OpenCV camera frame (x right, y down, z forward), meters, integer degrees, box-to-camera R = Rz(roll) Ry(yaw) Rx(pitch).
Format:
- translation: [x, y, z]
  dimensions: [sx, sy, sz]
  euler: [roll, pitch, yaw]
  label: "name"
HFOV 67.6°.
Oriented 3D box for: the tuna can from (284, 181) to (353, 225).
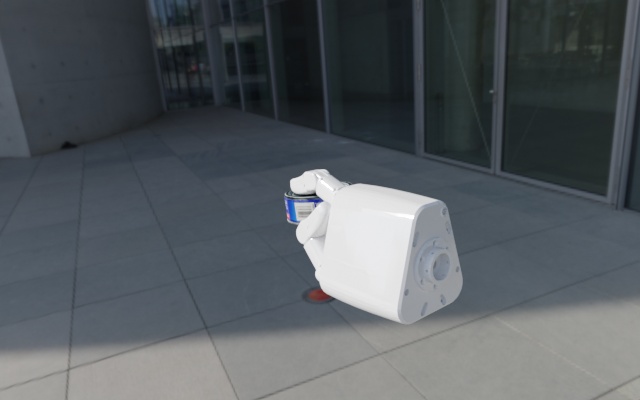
- translation: [0.000, 0.001, 0.575]
  dimensions: [0.086, 0.034, 0.086]
  euler: [-8, 13, 2]
  label: "tuna can"
